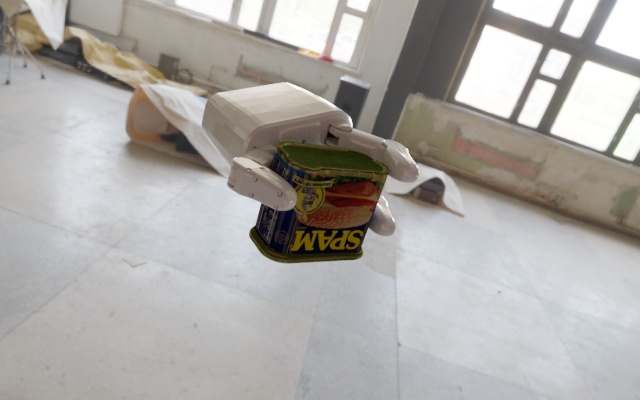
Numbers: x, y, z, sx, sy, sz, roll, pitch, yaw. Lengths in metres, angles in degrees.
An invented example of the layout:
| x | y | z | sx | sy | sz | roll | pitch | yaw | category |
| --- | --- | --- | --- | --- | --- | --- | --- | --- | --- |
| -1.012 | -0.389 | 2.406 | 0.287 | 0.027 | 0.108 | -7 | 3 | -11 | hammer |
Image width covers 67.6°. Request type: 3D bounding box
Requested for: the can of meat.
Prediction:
| x | y | z | sx | sy | sz | roll | pitch | yaw | category |
| --- | --- | --- | --- | --- | --- | --- | --- | --- | --- |
| 0.000 | 0.001 | 0.401 | 0.102 | 0.084 | 0.057 | 2 | 27 | -33 | can of meat |
